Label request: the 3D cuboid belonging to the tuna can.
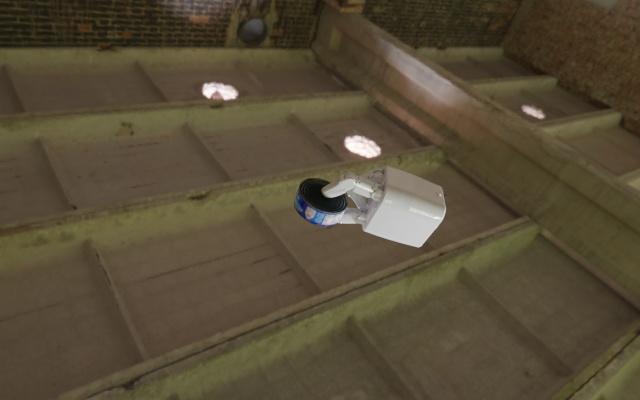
[{"bbox_3d":[0.000,0.003,0.787,0.086,0.034,0.086,16,36,-13],"label":"tuna can"}]
